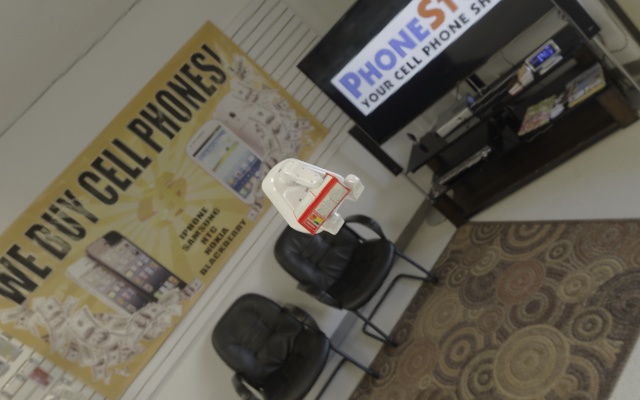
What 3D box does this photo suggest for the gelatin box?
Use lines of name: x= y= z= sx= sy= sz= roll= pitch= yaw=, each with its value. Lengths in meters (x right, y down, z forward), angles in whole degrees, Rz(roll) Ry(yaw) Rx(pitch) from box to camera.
gelatin box: x=0.000 y=0.002 z=0.622 sx=0.030 sy=0.073 sz=0.089 roll=40 pitch=1 yaw=-9
